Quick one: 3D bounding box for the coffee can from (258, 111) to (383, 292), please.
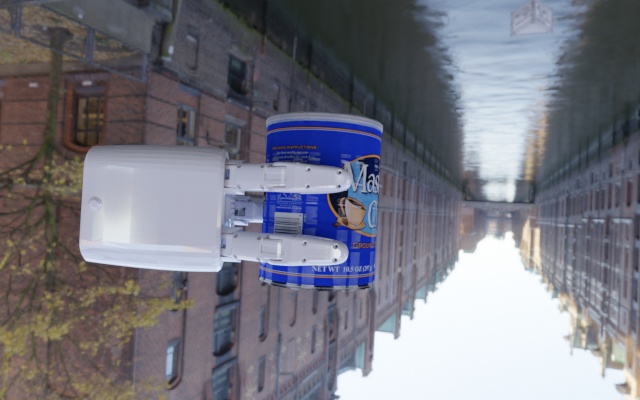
[{"bbox_3d":[0.000,0.001,0.421,0.103,0.140,0.103,3,-1,0],"label":"coffee can"}]
